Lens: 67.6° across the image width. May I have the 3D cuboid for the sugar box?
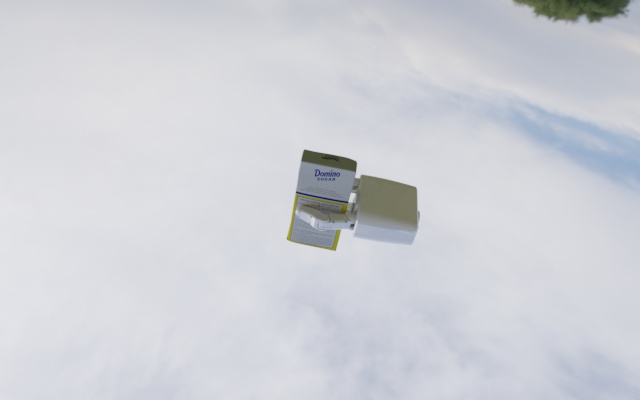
[{"bbox_3d":[0.000,0.002,0.821,0.093,0.176,0.048,12,34,-2],"label":"sugar box"}]
